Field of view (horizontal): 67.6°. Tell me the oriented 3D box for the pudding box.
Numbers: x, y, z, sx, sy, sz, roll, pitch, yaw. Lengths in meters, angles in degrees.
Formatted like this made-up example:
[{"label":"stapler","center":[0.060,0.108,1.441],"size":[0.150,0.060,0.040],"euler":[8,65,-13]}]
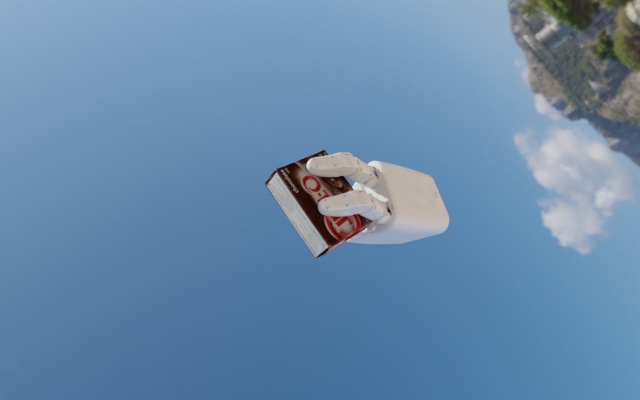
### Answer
[{"label":"pudding box","center":[0.000,0.002,0.577],"size":[0.090,0.113,0.039],"euler":[-28,-13,-45]}]
